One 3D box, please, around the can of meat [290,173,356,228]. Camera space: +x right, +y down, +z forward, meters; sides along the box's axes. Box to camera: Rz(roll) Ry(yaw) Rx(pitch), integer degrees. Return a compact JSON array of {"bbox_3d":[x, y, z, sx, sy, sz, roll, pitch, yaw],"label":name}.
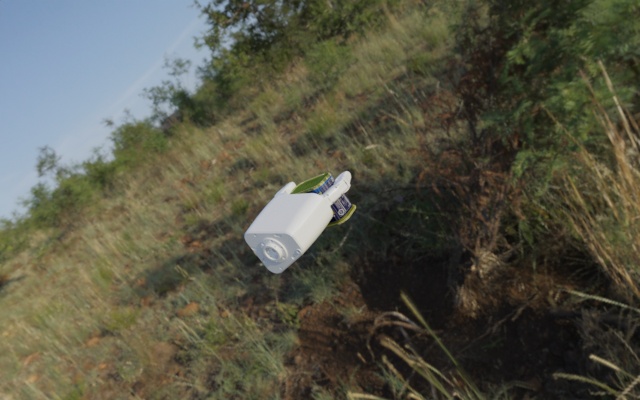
[{"bbox_3d":[0.000,0.003,0.883,0.102,0.084,0.057,-20,23,45],"label":"can of meat"}]
